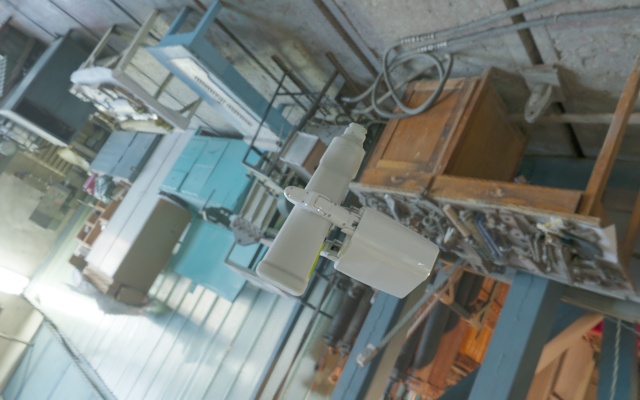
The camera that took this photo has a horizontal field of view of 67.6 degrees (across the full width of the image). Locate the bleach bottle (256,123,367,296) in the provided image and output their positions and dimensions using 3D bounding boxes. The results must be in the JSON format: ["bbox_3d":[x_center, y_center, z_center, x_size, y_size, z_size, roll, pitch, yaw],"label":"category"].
[{"bbox_3d":[0.000,0.002,0.649,0.068,0.250,0.102,27,-14,1],"label":"bleach bottle"}]
